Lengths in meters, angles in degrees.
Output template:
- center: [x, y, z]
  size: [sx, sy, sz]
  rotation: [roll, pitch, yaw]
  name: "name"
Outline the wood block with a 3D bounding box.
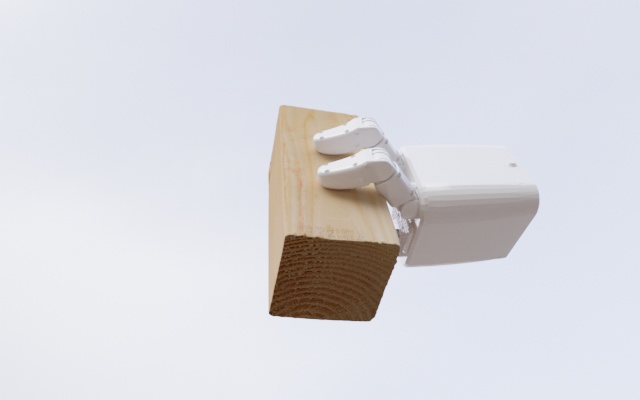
- center: [0.000, 0.002, 0.447]
  size: [0.090, 0.091, 0.206]
  rotation: [6, 36, -10]
  name: "wood block"
